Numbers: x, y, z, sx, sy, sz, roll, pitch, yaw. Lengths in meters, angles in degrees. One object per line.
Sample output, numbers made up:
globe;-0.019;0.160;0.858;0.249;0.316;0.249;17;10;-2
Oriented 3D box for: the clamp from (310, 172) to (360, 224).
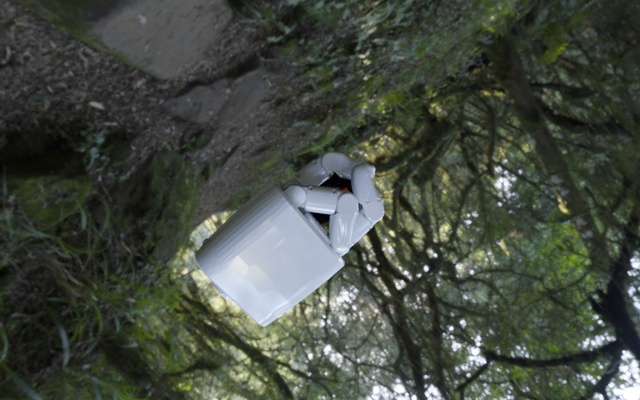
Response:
clamp;0.001;0.002;0.570;0.120;0.039;0.171;-40;8;0
